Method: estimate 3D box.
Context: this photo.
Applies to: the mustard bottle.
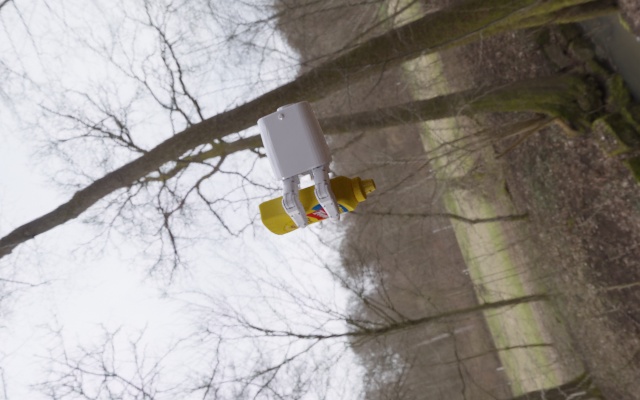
[{"bbox_3d":[0.000,0.003,0.801,0.191,0.058,0.096,-20,-23,15],"label":"mustard bottle"}]
